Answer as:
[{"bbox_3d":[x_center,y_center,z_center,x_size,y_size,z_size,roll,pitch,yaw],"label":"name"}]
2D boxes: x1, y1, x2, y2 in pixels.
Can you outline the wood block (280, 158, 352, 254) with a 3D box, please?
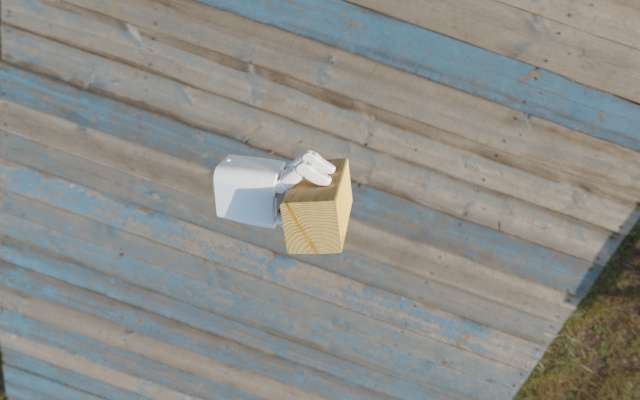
[{"bbox_3d":[0.000,0.003,0.824,0.090,0.091,0.206,-2,23,10],"label":"wood block"}]
